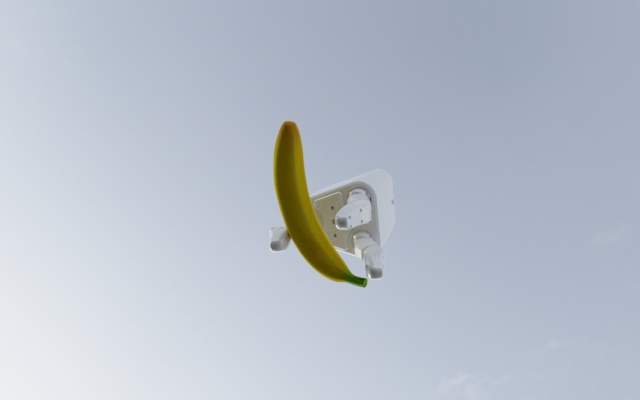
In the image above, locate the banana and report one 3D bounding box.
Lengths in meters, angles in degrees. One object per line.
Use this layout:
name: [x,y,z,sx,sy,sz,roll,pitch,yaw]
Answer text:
banana: [-0.014,0.012,0.533,0.069,0.198,0.037,-25,2,28]
